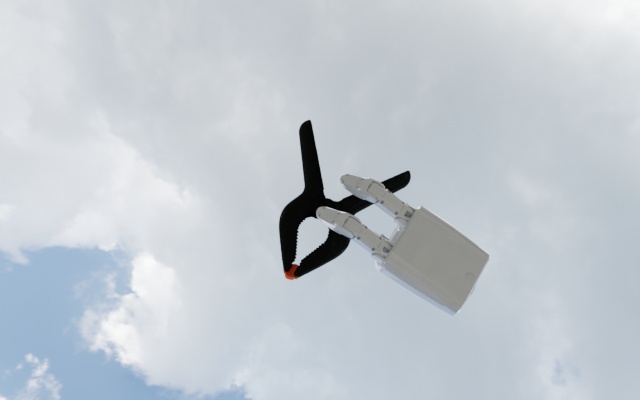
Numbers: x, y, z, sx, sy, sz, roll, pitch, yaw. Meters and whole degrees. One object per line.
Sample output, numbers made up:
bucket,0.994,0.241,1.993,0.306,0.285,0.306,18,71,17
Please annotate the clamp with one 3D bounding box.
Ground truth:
clamp,0.000,0.003,0.621,0.164,0.210,0.036,34,-17,5
